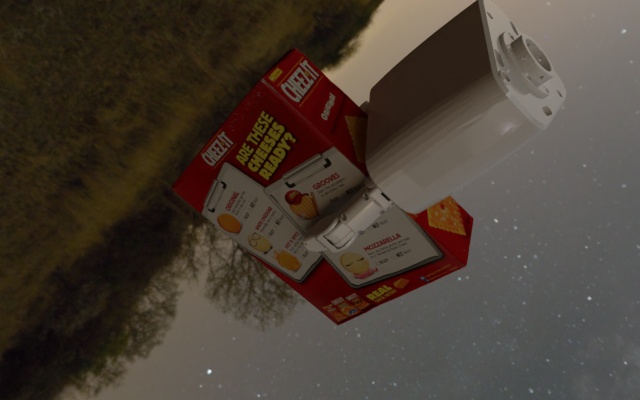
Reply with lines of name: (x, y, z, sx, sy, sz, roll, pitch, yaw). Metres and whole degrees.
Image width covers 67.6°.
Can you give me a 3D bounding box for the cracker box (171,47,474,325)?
cracker box: (0.000, 0.002, 0.425, 0.164, 0.214, 0.072, -37, 16, 41)
